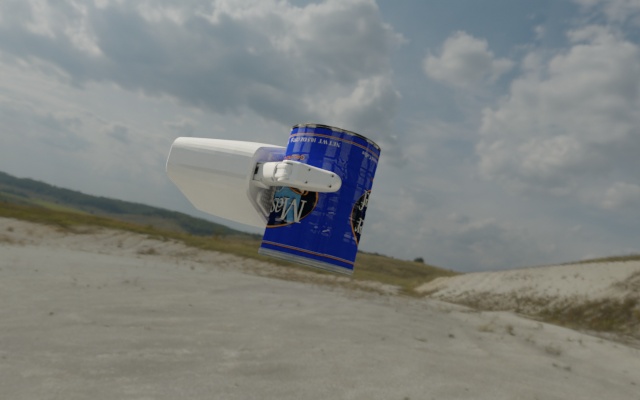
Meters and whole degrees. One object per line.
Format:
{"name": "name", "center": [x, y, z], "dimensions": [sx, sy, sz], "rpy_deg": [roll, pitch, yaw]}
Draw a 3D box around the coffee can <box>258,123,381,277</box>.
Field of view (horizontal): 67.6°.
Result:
{"name": "coffee can", "center": [0.000, 0.002, 0.515], "dimensions": [0.103, 0.140, 0.103], "rpy_deg": [14, -8, 2]}
